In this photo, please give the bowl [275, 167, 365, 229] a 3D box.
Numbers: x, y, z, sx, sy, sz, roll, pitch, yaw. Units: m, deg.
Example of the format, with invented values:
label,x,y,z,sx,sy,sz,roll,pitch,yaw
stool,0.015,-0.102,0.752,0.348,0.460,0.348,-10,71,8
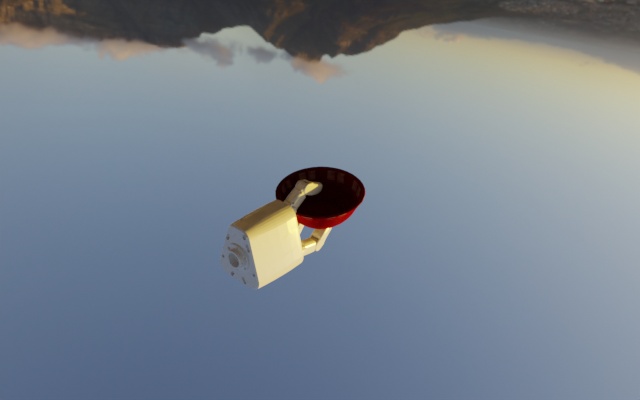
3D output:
label,x,y,z,sx,sy,sz,roll,pitch,yaw
bowl,0.001,0.003,0.873,0.162,0.055,0.162,-1,37,1
